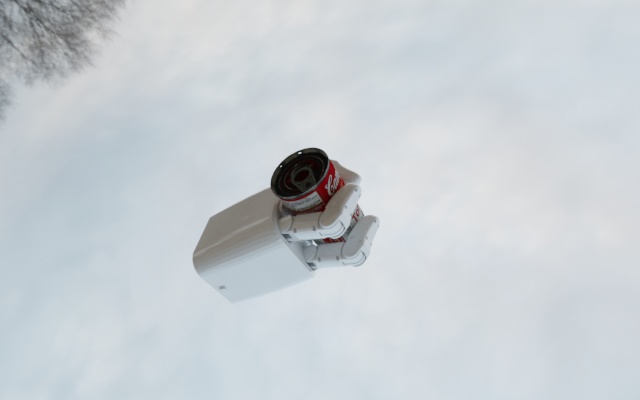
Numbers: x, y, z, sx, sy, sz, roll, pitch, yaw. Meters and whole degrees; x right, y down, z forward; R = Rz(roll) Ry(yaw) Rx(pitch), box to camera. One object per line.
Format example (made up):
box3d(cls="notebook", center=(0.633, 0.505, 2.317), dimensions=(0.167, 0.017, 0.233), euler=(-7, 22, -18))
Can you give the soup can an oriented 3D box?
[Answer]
box3d(cls="soup can", center=(0.001, 0.002, 0.520), dimensions=(0.068, 0.068, 0.102), euler=(0, -38, 34))
